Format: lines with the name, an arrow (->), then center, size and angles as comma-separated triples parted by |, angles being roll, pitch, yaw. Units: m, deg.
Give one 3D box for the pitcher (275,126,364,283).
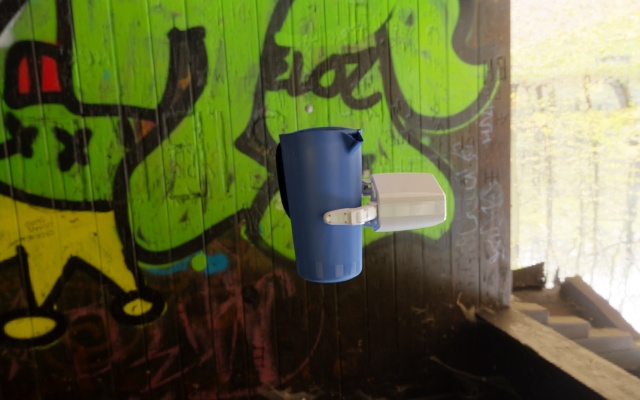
pitcher -> 0.000, 0.003, 0.782 | 0.145, 0.243, 0.149 | -4, 8, -1
